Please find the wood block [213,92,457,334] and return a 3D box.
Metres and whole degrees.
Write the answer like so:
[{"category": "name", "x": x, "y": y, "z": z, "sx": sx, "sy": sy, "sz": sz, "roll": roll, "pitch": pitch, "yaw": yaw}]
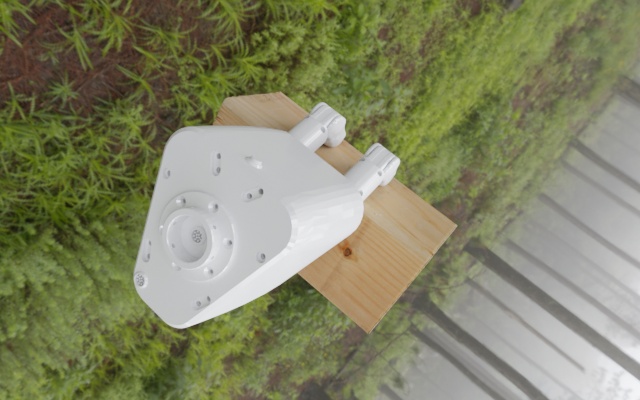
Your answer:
[{"category": "wood block", "x": 0.000, "y": 0.002, "z": 0.420, "sx": 0.206, "sy": 0.091, "sz": 0.090, "roll": 39, "pitch": 30, "yaw": 14}]
